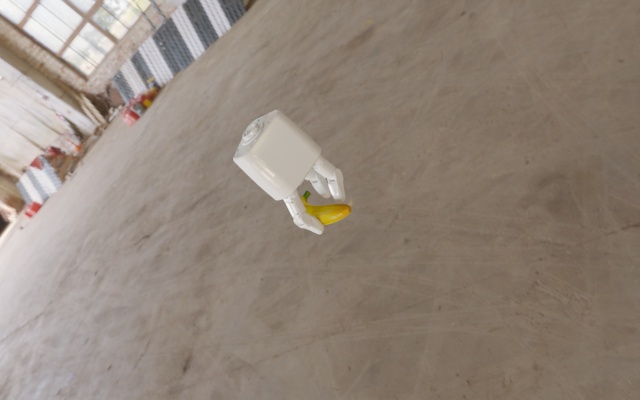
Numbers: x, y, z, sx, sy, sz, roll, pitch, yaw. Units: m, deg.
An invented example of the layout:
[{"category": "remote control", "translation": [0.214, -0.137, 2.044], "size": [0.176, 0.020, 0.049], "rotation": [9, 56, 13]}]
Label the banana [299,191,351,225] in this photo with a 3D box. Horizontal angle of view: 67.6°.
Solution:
[{"category": "banana", "translation": [-0.013, 0.016, 0.899], "size": [0.037, 0.069, 0.197], "rotation": [45, -10, -26]}]
